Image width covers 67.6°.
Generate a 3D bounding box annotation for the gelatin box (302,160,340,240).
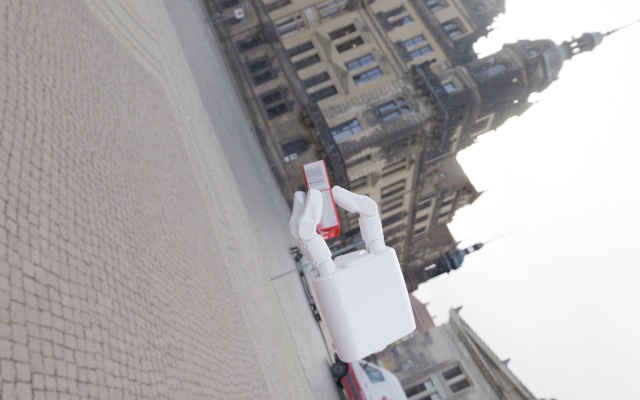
[{"bbox_3d":[0.000,0.002,0.610,0.030,0.089,0.073,-13,-11,-3],"label":"gelatin box"}]
